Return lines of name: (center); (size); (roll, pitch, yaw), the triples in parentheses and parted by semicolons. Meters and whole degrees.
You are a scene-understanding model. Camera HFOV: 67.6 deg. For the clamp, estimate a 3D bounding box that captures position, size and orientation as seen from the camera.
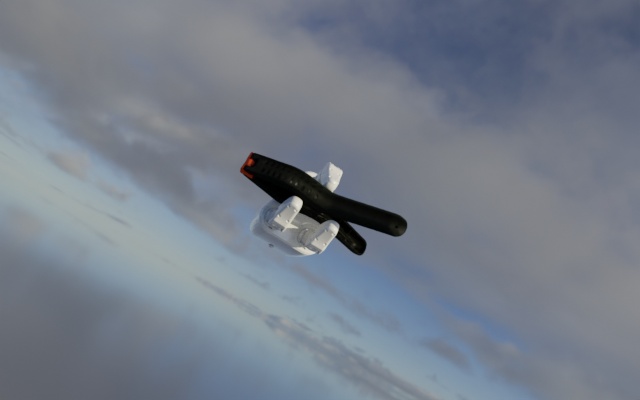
clamp: (0.000, 0.001, 0.595); (0.210, 0.036, 0.164); (33, -21, -10)
